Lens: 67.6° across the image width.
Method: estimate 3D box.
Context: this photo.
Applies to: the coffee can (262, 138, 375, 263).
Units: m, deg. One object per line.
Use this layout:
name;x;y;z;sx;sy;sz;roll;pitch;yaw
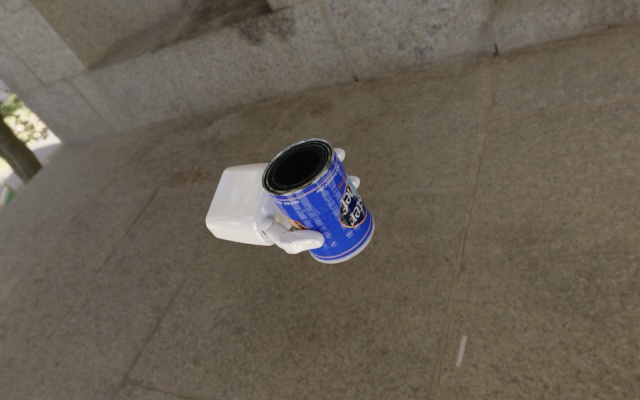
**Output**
coffee can;0.000;0.002;0.640;0.103;0.102;0.140;0;-42;35
